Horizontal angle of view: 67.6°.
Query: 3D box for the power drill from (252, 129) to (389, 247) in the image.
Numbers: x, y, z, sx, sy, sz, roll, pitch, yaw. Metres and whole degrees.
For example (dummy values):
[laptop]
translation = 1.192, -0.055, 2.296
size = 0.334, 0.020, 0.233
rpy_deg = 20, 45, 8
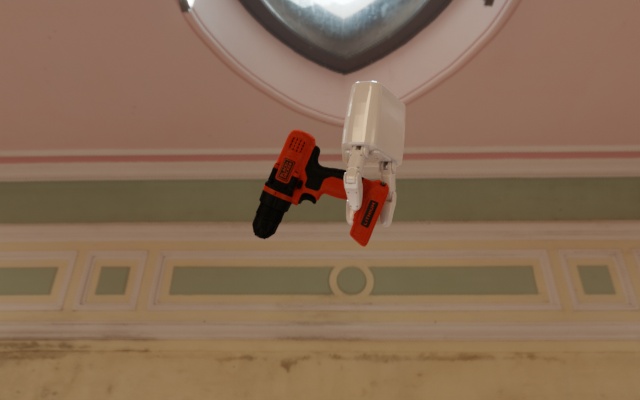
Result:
[power drill]
translation = 0.001, 0.002, 0.755
size = 0.187, 0.184, 0.057
rpy_deg = 24, 5, 4
